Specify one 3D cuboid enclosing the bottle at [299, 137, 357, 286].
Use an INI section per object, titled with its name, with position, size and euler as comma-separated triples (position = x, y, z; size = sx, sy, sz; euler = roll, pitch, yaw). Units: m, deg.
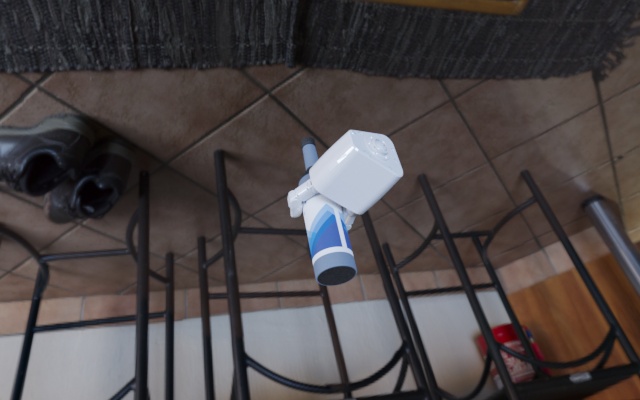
[bottle]
position = 0.000, 0.003, 0.836
size = 0.069, 0.295, 0.069
euler = -8, -36, -6
